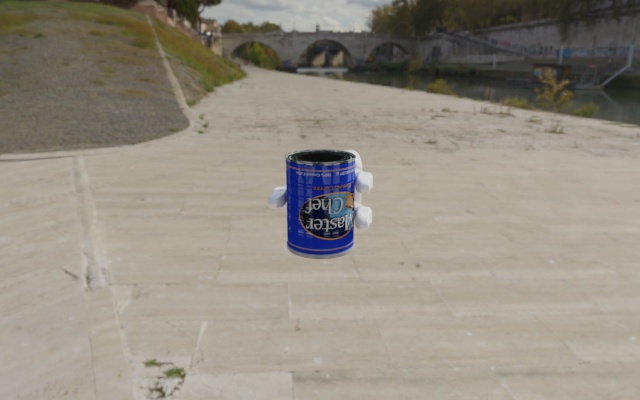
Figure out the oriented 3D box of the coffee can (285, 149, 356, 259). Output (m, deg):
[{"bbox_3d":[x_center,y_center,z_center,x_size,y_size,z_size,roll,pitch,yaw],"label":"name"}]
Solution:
[{"bbox_3d":[0.000,0.003,0.705,0.103,0.140,0.102,0,17,0],"label":"coffee can"}]
